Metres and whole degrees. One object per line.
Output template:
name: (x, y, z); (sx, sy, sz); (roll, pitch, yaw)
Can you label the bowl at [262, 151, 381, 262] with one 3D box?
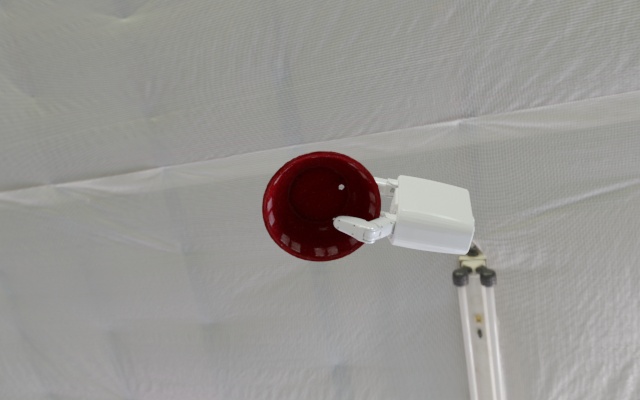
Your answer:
bowl: (-0.001, 0.002, 0.664); (0.162, 0.162, 0.055); (0, 22, -6)
